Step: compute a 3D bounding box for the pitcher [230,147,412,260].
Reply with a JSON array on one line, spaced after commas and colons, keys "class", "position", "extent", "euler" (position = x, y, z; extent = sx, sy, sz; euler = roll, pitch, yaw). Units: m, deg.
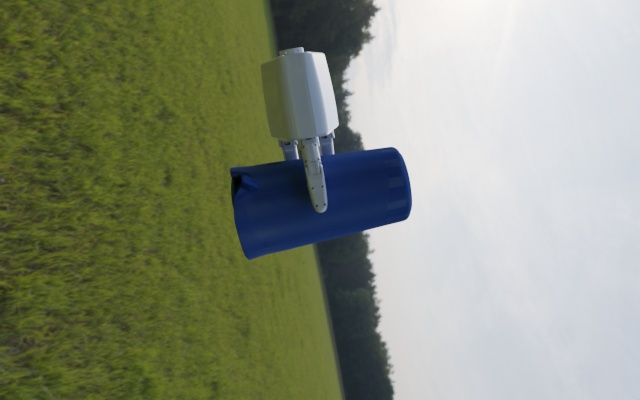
[{"class": "pitcher", "position": [0.000, 0.002, 0.686], "extent": [0.243, 0.145, 0.149], "euler": [-10, 12, -1]}]
